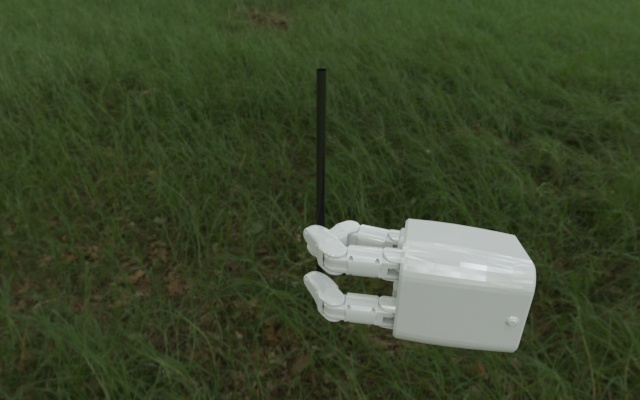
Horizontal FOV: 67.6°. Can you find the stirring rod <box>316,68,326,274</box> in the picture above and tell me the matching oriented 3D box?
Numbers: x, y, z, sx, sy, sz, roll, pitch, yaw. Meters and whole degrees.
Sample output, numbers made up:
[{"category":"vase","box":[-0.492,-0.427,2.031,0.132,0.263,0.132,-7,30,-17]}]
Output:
[{"category":"stirring rod","box":[0.000,0.002,0.436,0.011,0.240,0.011,0,30,0]}]
